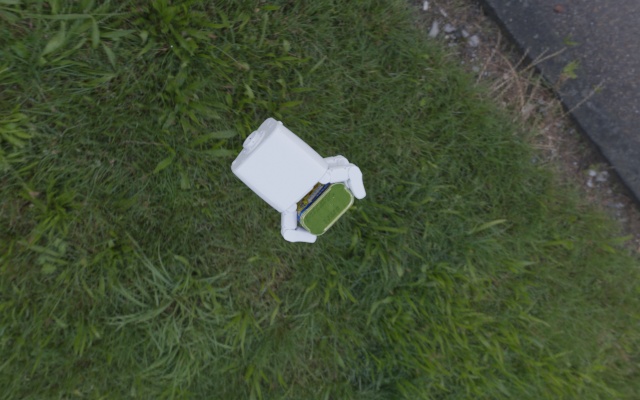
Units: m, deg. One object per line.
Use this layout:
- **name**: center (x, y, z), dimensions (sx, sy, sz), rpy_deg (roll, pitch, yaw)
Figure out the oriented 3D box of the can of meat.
- **can of meat**: center (0.000, 0.003, 0.806), dimensions (0.057, 0.102, 0.084), rpy_deg (44, 1, -24)
